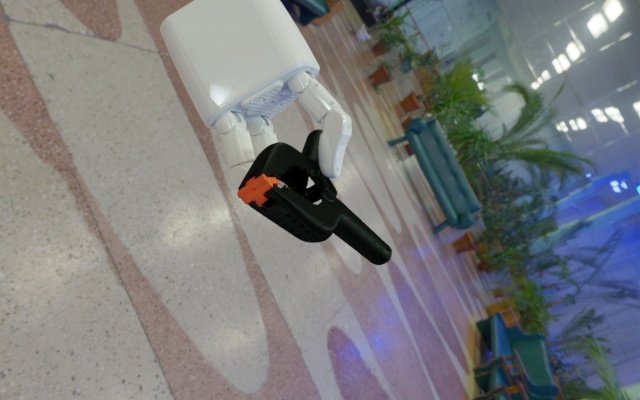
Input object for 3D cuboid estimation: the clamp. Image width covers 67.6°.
[{"bbox_3d":[0.000,0.001,0.438,0.036,0.164,0.210,-34,-7,20],"label":"clamp"}]
